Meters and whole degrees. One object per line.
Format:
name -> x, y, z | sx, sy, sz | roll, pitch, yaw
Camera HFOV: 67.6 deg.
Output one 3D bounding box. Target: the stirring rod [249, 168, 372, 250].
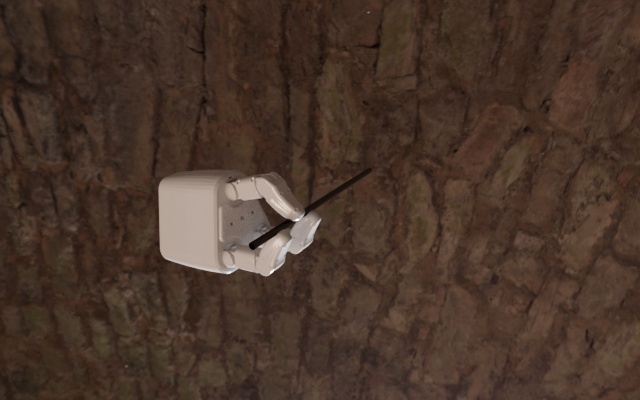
stirring rod -> 0.000, 0.002, 0.546 | 0.011, 0.011, 0.239 | 0, 20, 35
